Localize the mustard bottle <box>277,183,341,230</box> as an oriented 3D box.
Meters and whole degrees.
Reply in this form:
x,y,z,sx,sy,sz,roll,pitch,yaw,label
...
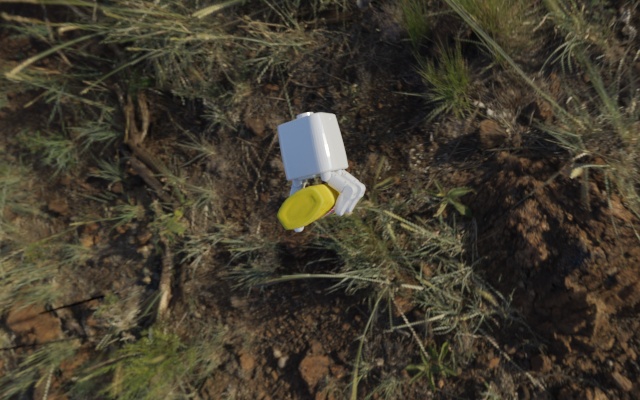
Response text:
x,y,z,sx,sy,sz,roll,pitch,yaw,label
0.000,0.003,0.893,0.096,0.058,0.191,-38,-8,22,mustard bottle
